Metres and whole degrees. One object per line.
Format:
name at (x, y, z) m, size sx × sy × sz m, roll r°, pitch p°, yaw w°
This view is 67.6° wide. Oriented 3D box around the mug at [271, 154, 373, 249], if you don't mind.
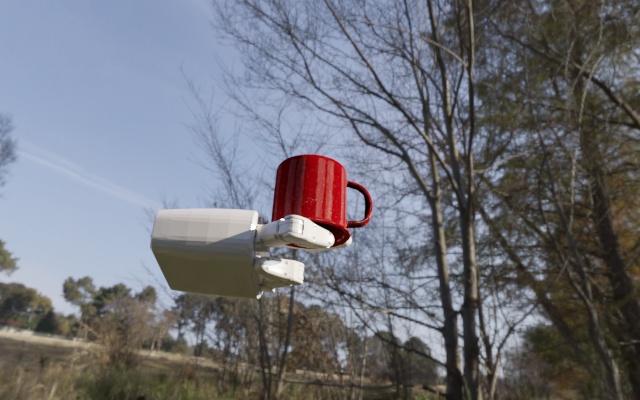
mug at (0.002, 0.002, 0.535) m, size 0.117 × 0.081 × 0.093 m, roll 2°, pitch -24°, yaw 2°
